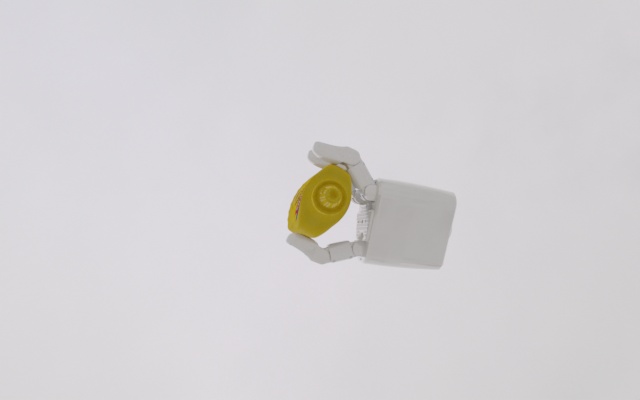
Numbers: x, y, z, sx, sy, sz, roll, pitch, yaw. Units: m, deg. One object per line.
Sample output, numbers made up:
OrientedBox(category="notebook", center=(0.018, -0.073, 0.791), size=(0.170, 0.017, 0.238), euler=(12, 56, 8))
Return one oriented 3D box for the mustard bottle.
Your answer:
OrientedBox(category="mustard bottle", center=(0.000, 0.002, 0.617), size=(0.058, 0.096, 0.191), euler=(31, -8, -6))
